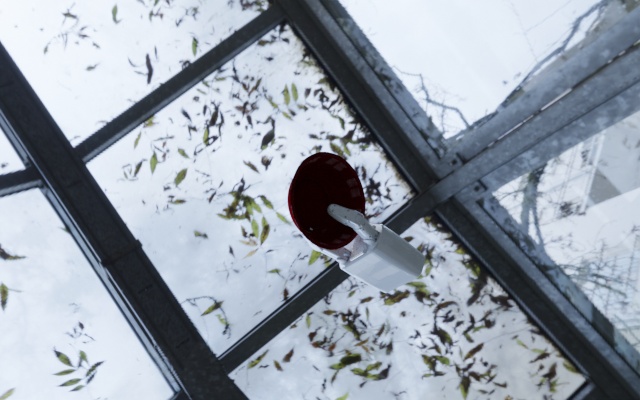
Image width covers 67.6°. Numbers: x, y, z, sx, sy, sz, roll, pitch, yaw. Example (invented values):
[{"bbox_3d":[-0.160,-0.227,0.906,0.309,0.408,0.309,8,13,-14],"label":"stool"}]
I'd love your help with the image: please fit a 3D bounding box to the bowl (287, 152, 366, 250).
[{"bbox_3d":[-0.001,0.002,0.800,0.162,0.162,0.055,0,-6,-40],"label":"bowl"}]
